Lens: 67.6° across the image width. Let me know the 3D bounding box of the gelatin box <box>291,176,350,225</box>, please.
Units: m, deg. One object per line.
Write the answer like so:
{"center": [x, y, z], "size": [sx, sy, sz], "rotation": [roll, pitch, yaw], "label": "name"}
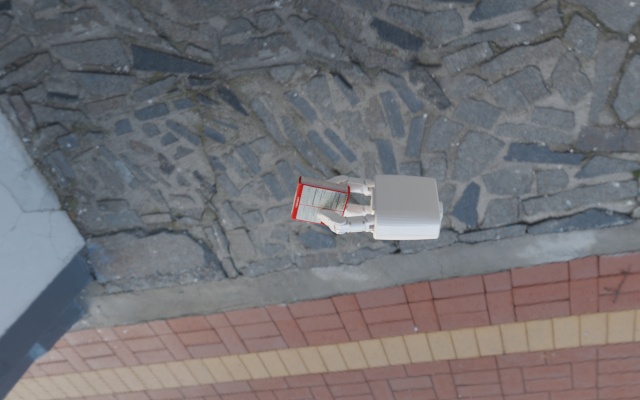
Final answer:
{"center": [0.000, 0.003, 0.814], "size": [0.089, 0.073, 0.030], "rotation": [10, 32, -7], "label": "gelatin box"}
